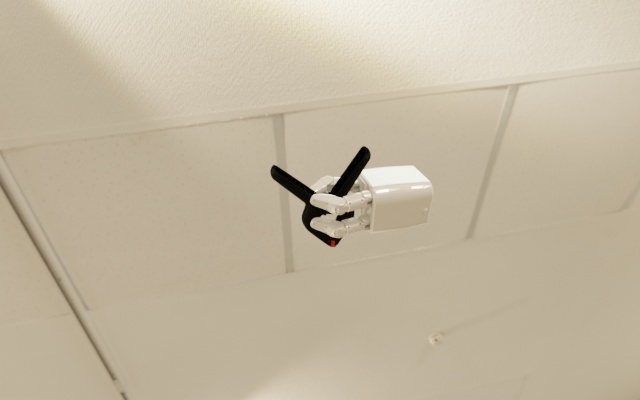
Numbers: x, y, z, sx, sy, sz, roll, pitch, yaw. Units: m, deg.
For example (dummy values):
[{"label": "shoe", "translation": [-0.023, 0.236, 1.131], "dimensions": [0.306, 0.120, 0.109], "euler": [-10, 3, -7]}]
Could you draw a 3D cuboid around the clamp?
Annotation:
[{"label": "clamp", "translation": [0.000, 0.003, 0.827], "dimensions": [0.164, 0.210, 0.036], "euler": [-6, 42, -7]}]
